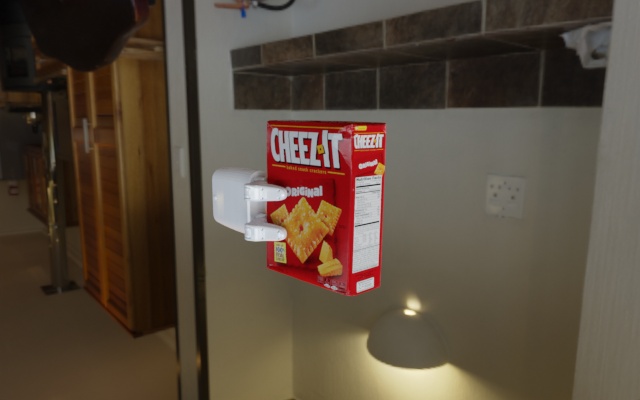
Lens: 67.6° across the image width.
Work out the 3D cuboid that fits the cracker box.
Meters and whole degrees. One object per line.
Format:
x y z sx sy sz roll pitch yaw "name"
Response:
0.000 0.002 0.636 0.072 0.214 0.164 -9 14 -44 "cracker box"
